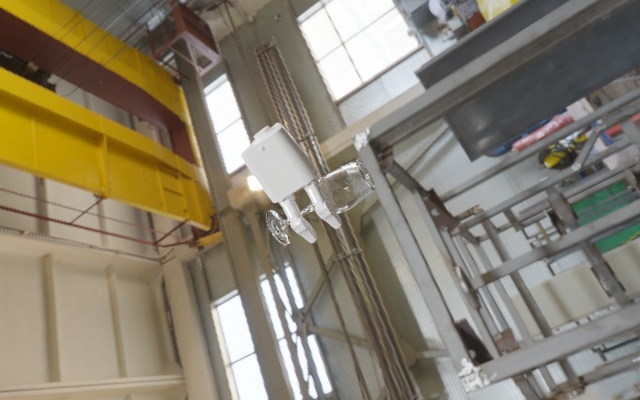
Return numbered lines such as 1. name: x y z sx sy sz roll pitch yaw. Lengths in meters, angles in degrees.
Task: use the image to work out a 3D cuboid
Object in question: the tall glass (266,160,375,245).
1. tall glass: 0.000 0.003 0.879 0.201 0.079 0.079 -31 -11 18
